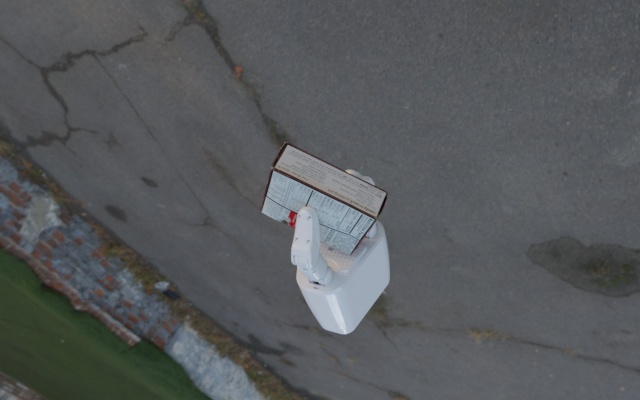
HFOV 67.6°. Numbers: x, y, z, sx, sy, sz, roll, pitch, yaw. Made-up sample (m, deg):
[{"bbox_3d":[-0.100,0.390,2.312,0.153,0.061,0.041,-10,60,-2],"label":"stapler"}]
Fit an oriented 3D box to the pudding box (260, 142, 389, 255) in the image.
[{"bbox_3d":[0.000,0.002,0.479,0.113,0.039,0.090,25,-33,-1],"label":"pudding box"}]
